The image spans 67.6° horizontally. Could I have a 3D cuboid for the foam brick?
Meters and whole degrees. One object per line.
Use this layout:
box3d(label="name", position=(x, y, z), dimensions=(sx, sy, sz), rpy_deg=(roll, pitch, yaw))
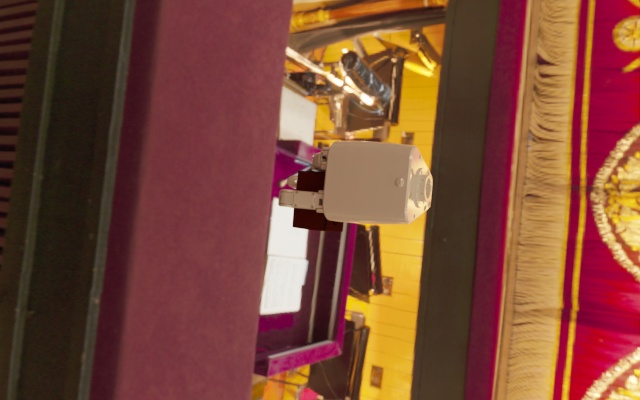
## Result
box3d(label="foam brick", position=(0.000, 0.002, 0.635), dimensions=(0.051, 0.078, 0.053), rpy_deg=(5, -3, 27))
